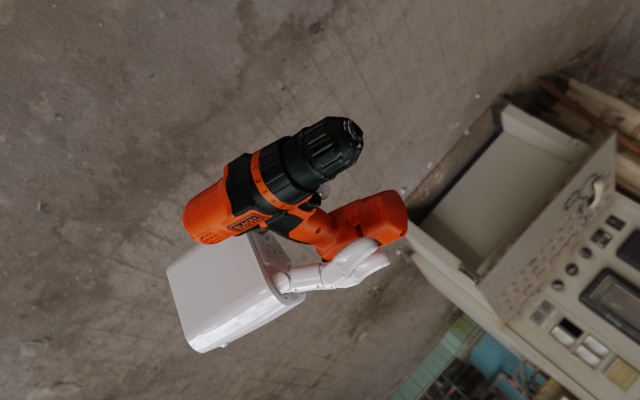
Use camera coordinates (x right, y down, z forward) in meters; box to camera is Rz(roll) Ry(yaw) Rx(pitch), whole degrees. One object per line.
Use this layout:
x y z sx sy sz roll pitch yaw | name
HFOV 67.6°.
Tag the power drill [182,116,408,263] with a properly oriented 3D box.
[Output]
0.000 0.002 0.432 0.184 0.057 0.188 -25 -30 33 | power drill
